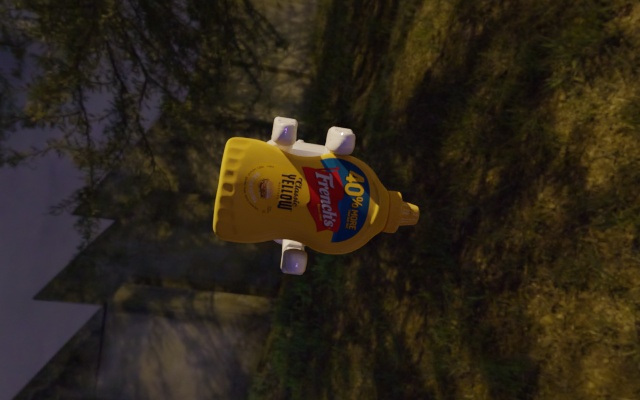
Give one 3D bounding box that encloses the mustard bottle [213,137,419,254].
[{"bbox_3d":[0.000,0.001,0.457,0.191,0.096,0.058,8,-12,-7],"label":"mustard bottle"}]
